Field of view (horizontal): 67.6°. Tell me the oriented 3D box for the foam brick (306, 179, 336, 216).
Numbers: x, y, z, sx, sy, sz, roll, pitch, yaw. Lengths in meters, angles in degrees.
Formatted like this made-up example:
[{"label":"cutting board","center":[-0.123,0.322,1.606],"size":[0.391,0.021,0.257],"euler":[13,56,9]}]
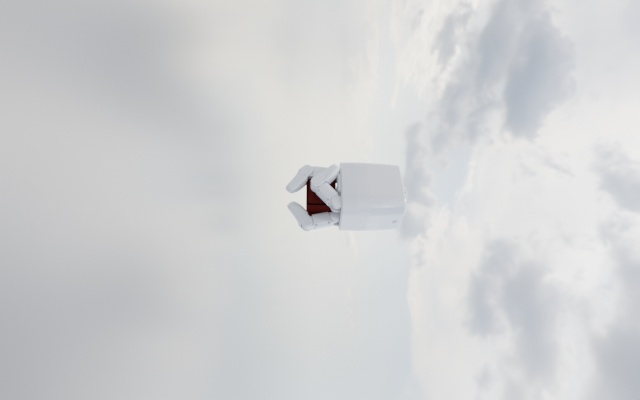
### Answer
[{"label":"foam brick","center":[0.000,0.003,0.848],"size":[0.051,0.053,0.078],"euler":[0,-27,-2]}]
